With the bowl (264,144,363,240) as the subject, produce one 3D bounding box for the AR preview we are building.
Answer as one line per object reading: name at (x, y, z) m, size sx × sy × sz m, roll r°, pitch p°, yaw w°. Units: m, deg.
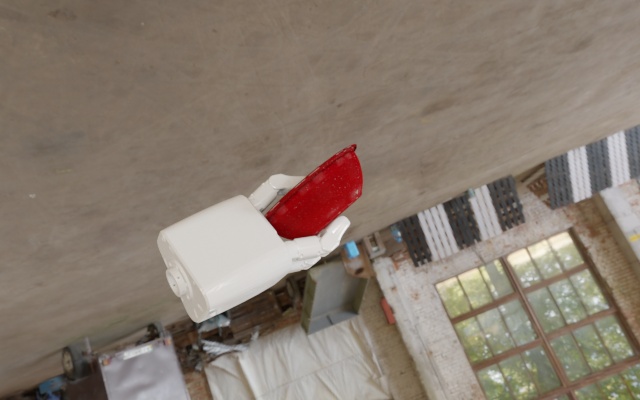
bowl at (0.001, 0.002, 0.601) m, size 0.162 × 0.055 × 0.162 m, roll -41°, pitch -4°, yaw -3°
